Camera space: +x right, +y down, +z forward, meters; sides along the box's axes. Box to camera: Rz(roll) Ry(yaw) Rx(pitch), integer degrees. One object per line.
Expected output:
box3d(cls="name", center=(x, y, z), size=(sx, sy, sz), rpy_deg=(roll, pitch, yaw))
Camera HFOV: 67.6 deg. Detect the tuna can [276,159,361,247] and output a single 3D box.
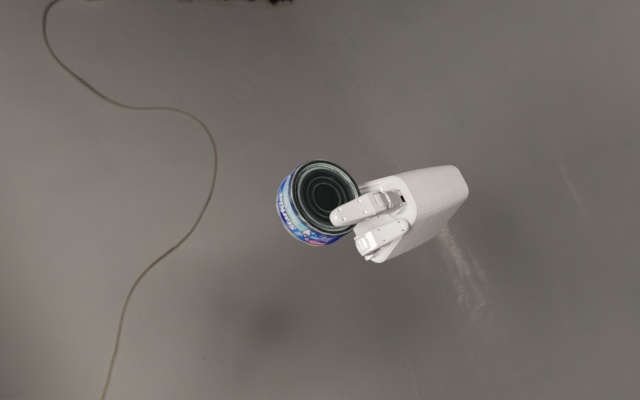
box3d(cls="tuna can", center=(0.000, 0.001, 0.489), size=(0.086, 0.086, 0.034), rpy_deg=(0, -21, -30))
